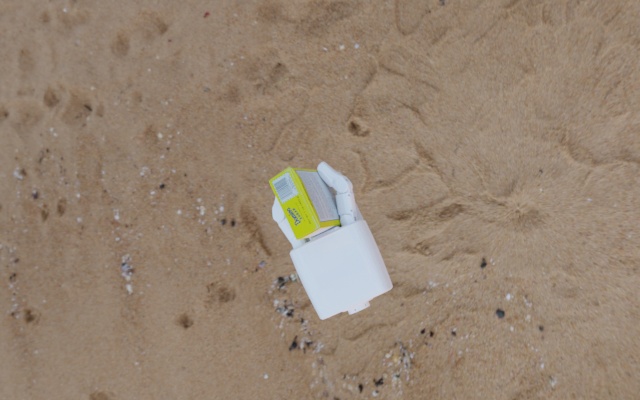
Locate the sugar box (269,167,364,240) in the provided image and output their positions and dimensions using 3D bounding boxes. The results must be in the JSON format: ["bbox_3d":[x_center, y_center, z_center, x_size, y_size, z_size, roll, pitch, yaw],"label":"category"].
[{"bbox_3d":[0.000,0.003,0.706,0.048,0.093,0.176,-29,-11,19],"label":"sugar box"}]
